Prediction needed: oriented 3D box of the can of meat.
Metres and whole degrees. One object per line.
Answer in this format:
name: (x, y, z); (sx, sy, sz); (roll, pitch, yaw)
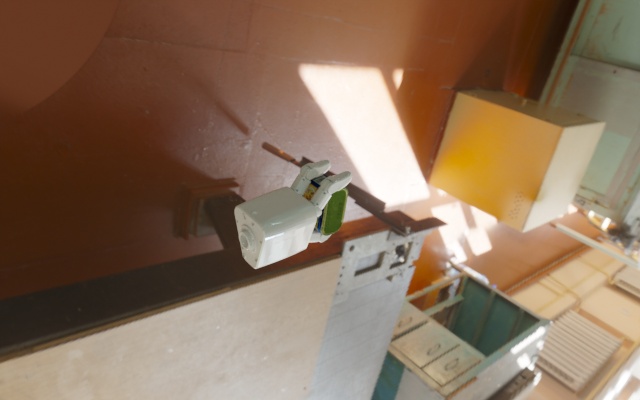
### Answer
can of meat: (0.000, 0.003, 0.876); (0.057, 0.102, 0.084); (-17, 38, -37)
